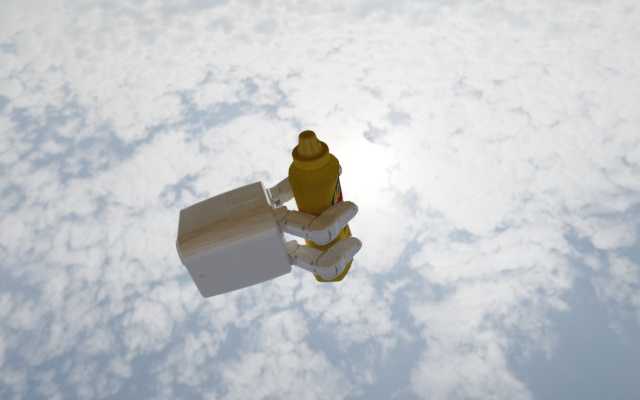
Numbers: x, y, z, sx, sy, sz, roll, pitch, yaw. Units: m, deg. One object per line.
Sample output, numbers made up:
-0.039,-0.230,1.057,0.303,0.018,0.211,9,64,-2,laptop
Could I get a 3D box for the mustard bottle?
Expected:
0.000,0.002,0.555,0.058,0.192,0.096,-2,42,12,mustard bottle
